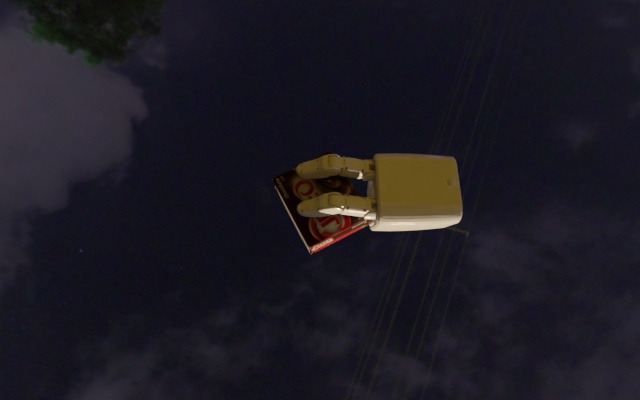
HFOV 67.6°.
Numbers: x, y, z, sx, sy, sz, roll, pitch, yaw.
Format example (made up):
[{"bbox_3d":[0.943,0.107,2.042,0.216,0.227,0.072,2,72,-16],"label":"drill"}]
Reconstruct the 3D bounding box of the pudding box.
[{"bbox_3d":[0.000,0.002,0.635,0.090,0.113,0.039,-26,-23,-10],"label":"pudding box"}]
